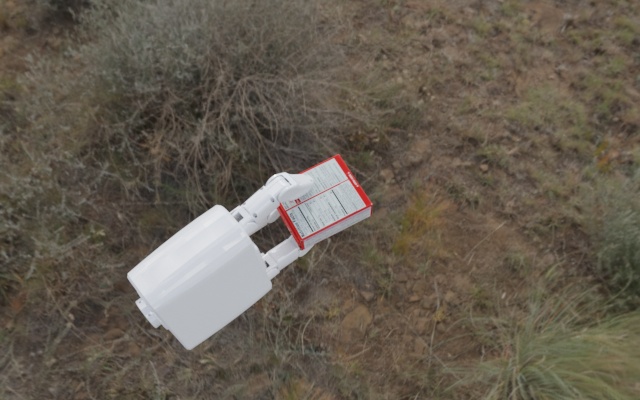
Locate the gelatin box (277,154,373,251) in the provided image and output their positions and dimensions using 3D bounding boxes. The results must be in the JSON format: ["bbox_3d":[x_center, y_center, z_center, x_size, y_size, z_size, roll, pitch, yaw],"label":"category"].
[{"bbox_3d":[0.000,0.001,0.514,0.089,0.073,0.030,-27,-26,-11],"label":"gelatin box"}]
